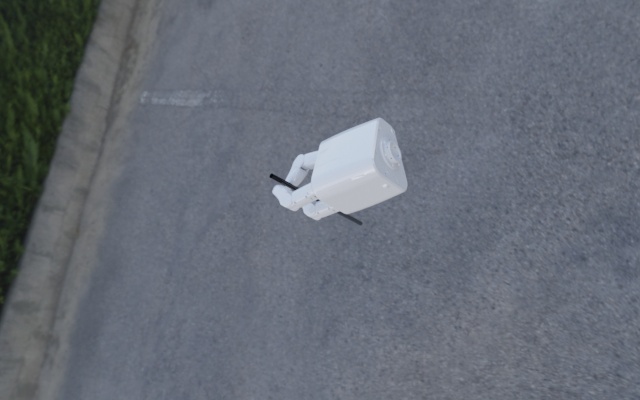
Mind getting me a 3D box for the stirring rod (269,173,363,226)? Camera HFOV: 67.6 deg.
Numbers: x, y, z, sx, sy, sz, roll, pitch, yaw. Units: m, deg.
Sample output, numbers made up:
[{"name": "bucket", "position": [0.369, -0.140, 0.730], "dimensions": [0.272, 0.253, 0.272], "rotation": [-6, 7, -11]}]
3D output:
[{"name": "stirring rod", "position": [0.000, 0.003, 0.823], "dimensions": [0.011, 0.011, 0.239], "rotation": [0, -20, 42]}]
